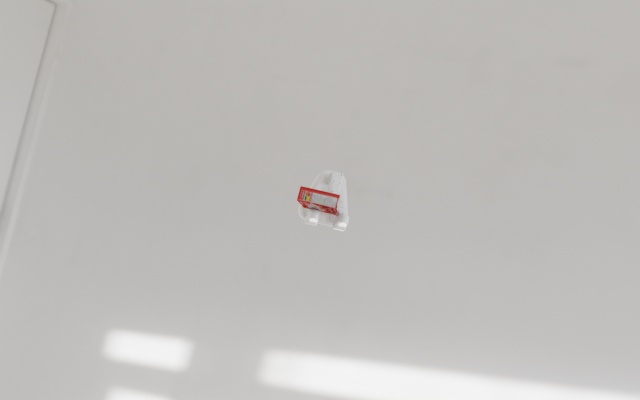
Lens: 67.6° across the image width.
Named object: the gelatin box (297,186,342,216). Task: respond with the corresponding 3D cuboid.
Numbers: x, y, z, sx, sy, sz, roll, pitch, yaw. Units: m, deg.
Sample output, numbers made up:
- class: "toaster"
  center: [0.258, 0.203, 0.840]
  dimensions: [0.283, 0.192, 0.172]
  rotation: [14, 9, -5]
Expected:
- class: "gelatin box"
  center: [0.000, 0.002, 0.871]
  dimensions: [0.073, 0.030, 0.089]
  rotation: [14, -8, 7]
